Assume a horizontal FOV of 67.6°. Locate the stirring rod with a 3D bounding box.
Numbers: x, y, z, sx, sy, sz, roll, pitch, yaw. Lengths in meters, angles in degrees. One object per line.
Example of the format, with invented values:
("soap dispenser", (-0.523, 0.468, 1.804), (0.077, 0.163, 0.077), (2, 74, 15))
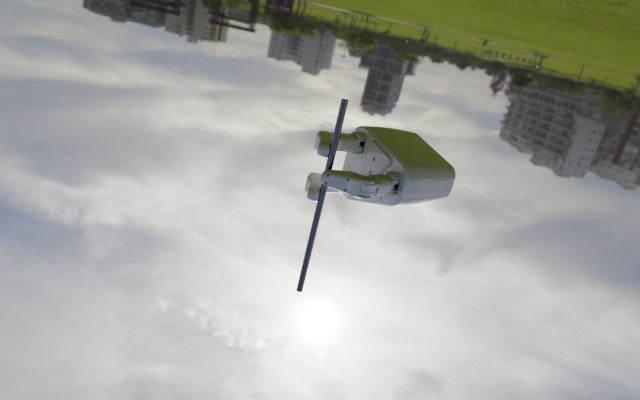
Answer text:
("stirring rod", (0.000, 0.002, 0.553), (0.011, 0.240, 0.011), (12, 20, -4))
